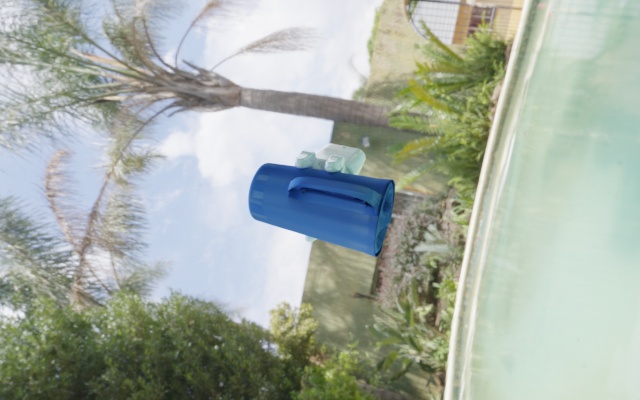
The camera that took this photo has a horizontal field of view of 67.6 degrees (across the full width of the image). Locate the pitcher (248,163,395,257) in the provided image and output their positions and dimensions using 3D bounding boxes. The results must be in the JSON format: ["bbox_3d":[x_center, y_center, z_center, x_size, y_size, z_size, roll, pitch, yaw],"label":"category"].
[{"bbox_3d":[0.000,0.003,0.825,0.243,0.149,0.145,12,29,16],"label":"pitcher"}]
